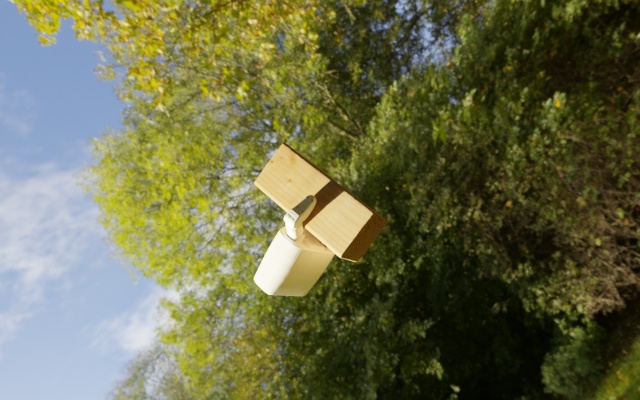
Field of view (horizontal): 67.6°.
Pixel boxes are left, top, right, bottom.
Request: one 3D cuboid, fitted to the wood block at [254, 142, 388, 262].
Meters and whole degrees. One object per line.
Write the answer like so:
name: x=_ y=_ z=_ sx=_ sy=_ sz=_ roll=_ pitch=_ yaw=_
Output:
wood block: x=0.000 y=0.003 z=0.809 sx=0.206 sy=0.090 sz=0.091 roll=39 pitch=5 yaw=24
